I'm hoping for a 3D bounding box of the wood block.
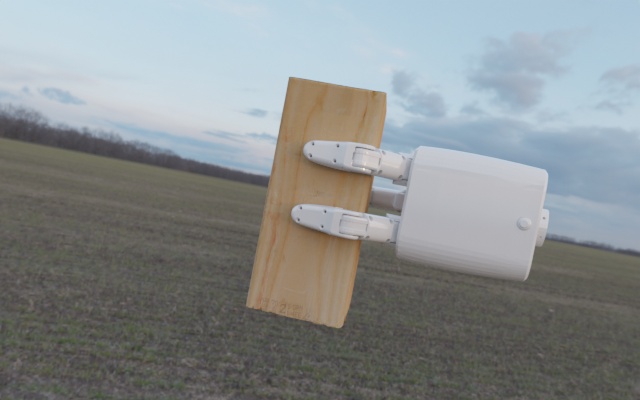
[{"bbox_3d":[0.001,0.001,0.456,0.090,0.206,0.091,11,1,8],"label":"wood block"}]
